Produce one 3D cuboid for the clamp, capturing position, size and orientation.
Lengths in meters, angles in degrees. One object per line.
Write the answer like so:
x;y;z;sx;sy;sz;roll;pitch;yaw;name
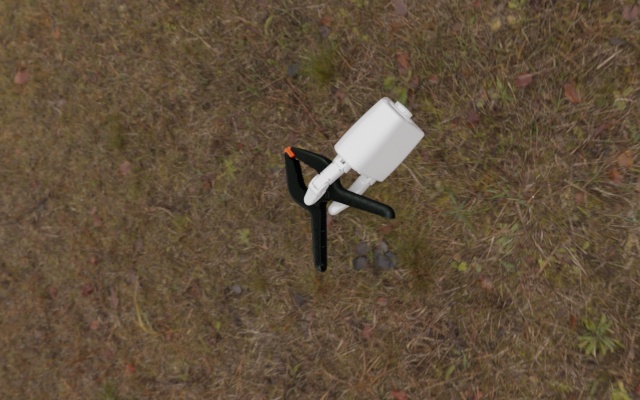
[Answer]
0.000;0.002;0.789;0.164;0.210;0.036;-47;-17;19;clamp
